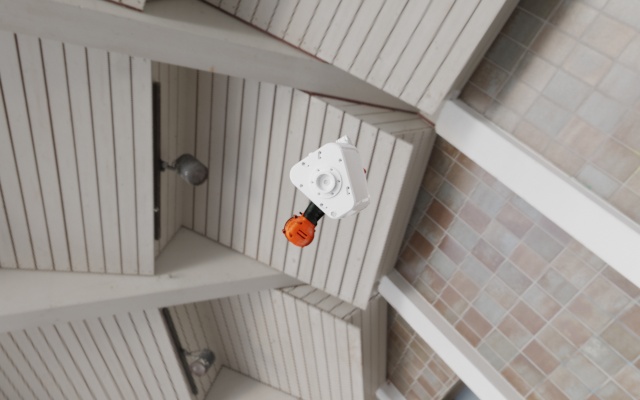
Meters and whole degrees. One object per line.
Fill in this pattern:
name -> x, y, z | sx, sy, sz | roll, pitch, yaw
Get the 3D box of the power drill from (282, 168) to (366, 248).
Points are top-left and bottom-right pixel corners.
power drill -> 0.000, 0.003, 0.889 | 0.057, 0.187, 0.184 | 37, -3, -8
